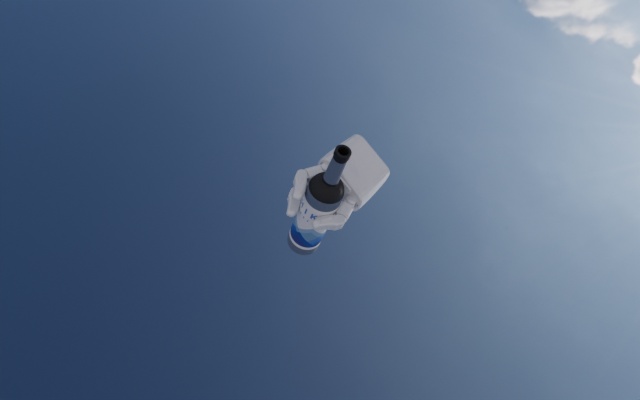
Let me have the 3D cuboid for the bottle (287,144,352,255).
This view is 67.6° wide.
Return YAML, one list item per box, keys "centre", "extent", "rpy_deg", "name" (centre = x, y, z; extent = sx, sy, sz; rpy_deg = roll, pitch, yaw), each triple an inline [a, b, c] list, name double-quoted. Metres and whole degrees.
- centre: [0.000, 0.003, 0.866]
  extent: [0.069, 0.069, 0.296]
  rpy_deg: [0, -33, -17]
  name: "bottle"
